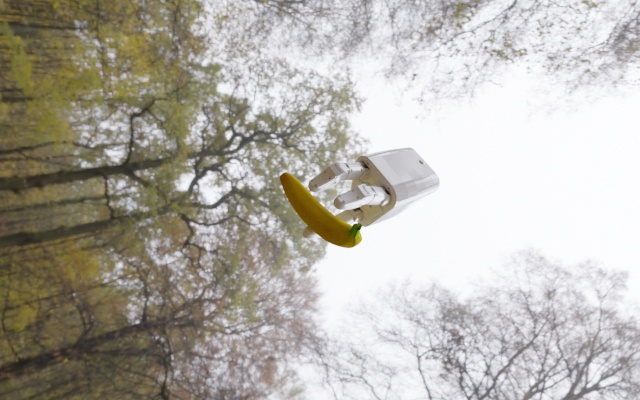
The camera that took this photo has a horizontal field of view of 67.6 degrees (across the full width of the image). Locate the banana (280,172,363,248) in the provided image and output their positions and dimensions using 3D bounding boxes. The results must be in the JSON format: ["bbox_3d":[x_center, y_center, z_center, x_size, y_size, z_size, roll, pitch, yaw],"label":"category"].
[{"bbox_3d":[0.003,0.020,0.692,0.037,0.070,0.197,-21,34,-30],"label":"banana"}]
